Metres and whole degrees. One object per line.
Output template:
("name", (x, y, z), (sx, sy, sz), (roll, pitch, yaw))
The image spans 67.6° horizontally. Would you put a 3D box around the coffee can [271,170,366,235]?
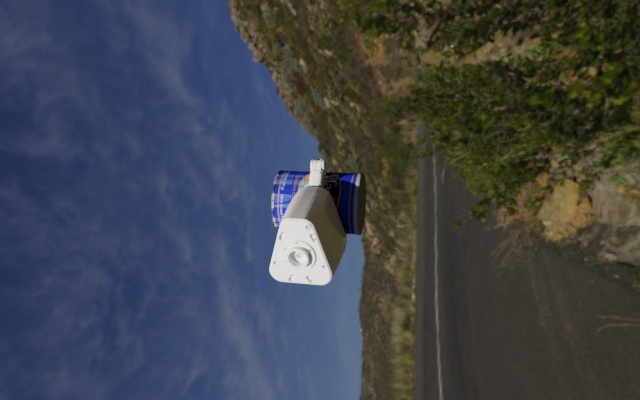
("coffee can", (0.000, 0.002, 0.796), (0.140, 0.103, 0.103), (3, 0, 12))
